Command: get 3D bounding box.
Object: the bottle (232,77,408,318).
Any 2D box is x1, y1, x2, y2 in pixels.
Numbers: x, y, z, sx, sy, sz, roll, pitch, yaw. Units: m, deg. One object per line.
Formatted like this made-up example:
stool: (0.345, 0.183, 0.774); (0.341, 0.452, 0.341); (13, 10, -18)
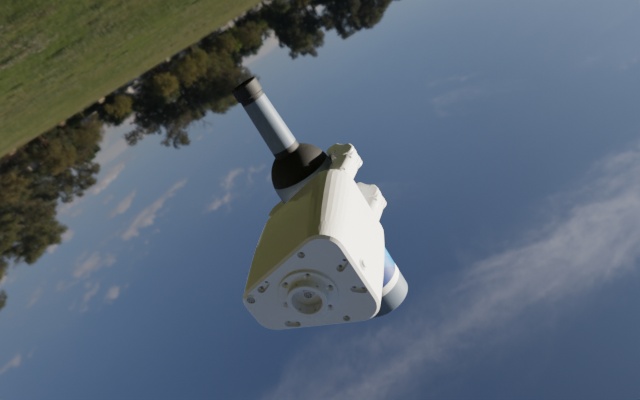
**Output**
bottle: (0.000, 0.002, 0.515); (0.069, 0.296, 0.069); (-28, 23, 13)
